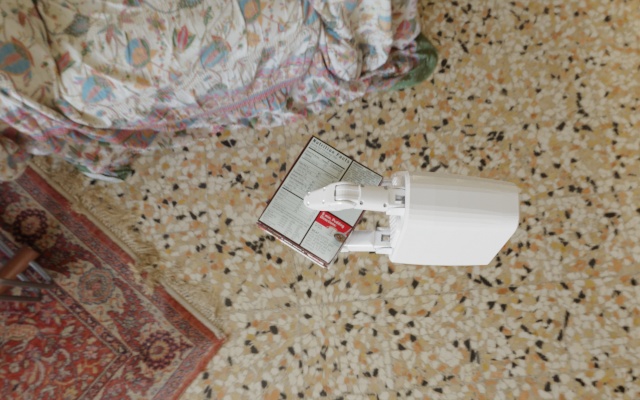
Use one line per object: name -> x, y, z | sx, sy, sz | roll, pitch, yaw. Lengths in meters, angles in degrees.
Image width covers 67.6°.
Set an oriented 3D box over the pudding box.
pudding box -> 0.000, 0.002, 0.499 | 0.090, 0.113, 0.039 | 31, -13, 6
